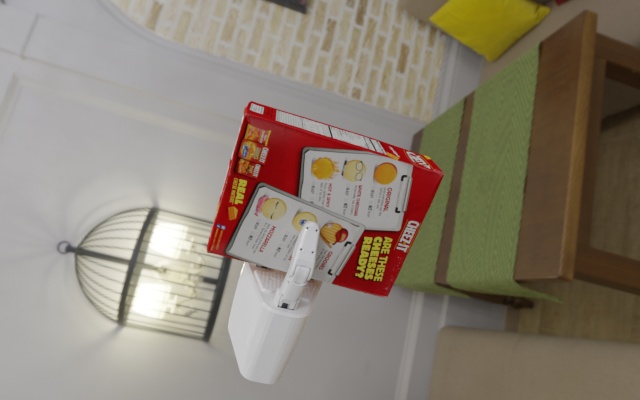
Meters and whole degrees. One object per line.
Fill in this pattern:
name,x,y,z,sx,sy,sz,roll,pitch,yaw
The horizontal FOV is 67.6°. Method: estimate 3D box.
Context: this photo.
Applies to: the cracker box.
cracker box,0.000,0.002,0.529,0.214,0.164,0.072,15,23,-11
